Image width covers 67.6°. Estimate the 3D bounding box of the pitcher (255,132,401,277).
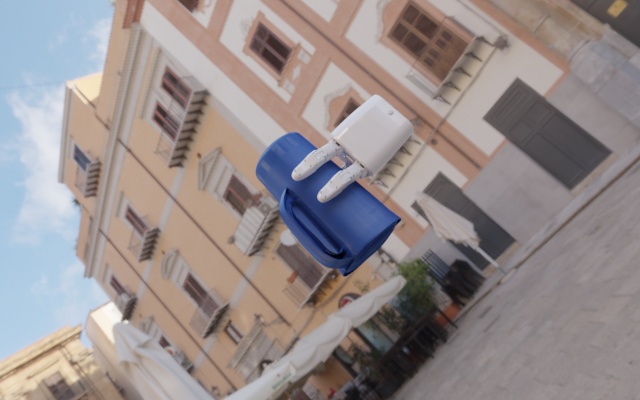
[{"bbox_3d":[0.000,0.002,0.793,0.243,0.145,0.149,44,-6,14],"label":"pitcher"}]
